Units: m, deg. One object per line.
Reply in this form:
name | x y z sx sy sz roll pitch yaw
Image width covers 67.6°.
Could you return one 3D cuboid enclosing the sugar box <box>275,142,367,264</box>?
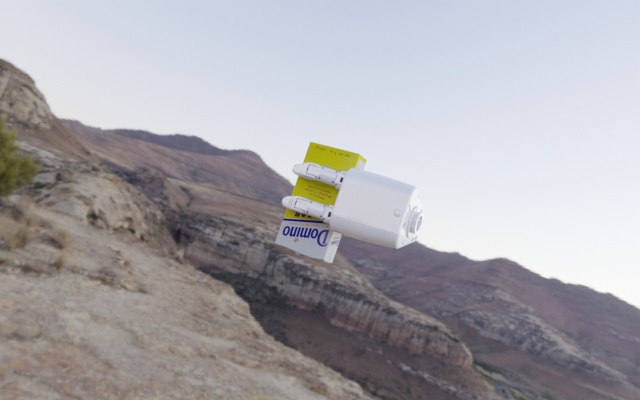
sugar box | 0.000 0.002 0.762 0.093 0.176 0.048 17 -6 26
